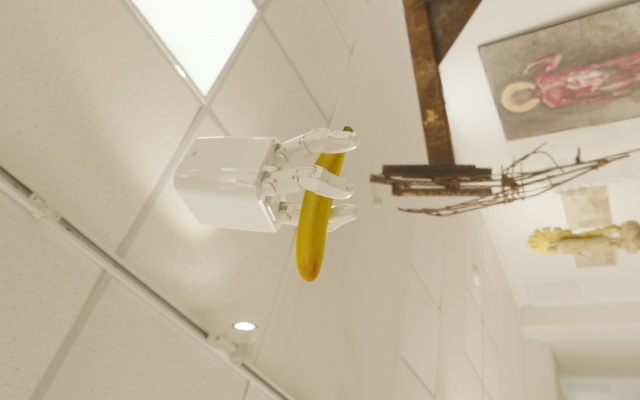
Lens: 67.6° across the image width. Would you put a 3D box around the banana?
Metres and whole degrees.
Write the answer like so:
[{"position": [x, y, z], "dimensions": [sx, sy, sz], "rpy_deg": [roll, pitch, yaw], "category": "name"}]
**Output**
[{"position": [-0.003, 0.006, 0.557], "dimensions": [0.037, 0.197, 0.070], "rpy_deg": [15, -26, -5], "category": "banana"}]
